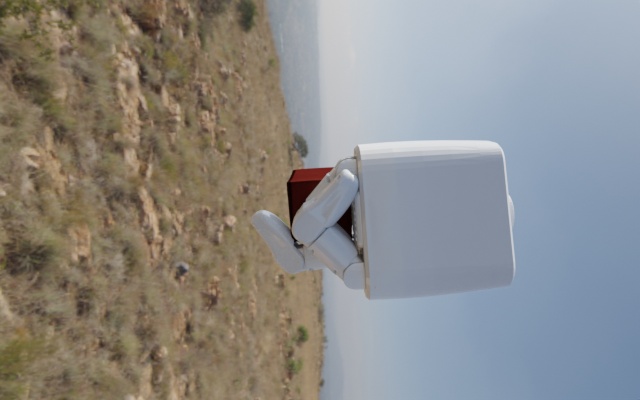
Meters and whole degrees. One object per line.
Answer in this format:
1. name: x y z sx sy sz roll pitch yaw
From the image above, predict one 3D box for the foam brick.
1. foam brick: 0.000 0.001 0.424 0.051 0.053 0.078 -4 12 1
